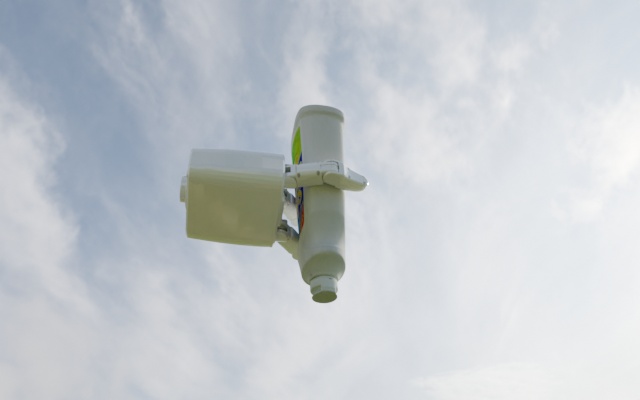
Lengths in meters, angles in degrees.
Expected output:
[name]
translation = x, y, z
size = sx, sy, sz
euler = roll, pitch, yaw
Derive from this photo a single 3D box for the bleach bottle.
[bleach bottle]
translation = 0.000, 0.002, 0.587
size = 0.068, 0.250, 0.103
euler = 5, -39, -11
